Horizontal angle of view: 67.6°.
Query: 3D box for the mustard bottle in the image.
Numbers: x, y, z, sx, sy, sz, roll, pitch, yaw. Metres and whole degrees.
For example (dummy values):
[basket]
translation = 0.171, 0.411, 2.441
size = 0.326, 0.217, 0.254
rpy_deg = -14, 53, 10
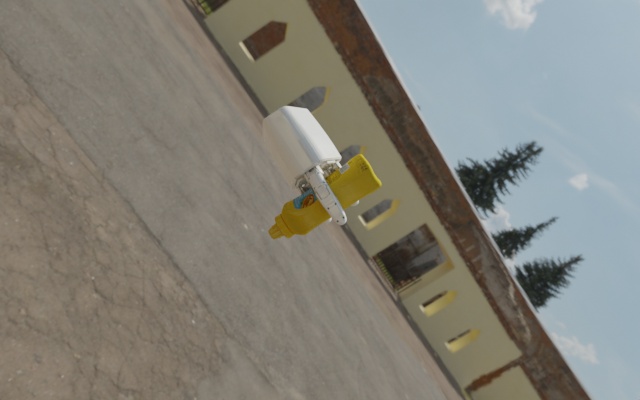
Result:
[mustard bottle]
translation = 0.001, 0.003, 0.754
size = 0.191, 0.058, 0.096
rpy_deg = -33, 18, 5
